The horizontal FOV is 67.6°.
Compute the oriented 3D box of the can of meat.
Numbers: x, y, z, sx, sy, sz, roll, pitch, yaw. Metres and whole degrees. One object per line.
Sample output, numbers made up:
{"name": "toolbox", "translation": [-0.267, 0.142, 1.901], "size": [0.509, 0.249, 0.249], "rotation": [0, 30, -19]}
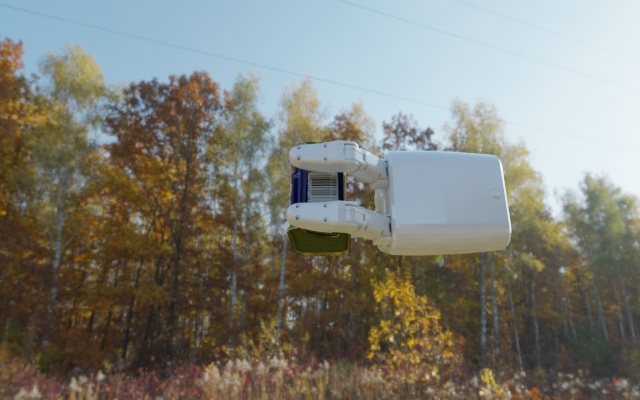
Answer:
{"name": "can of meat", "translation": [0.000, 0.001, 0.465], "size": [0.057, 0.084, 0.102], "rotation": [-1, -20, 3]}
